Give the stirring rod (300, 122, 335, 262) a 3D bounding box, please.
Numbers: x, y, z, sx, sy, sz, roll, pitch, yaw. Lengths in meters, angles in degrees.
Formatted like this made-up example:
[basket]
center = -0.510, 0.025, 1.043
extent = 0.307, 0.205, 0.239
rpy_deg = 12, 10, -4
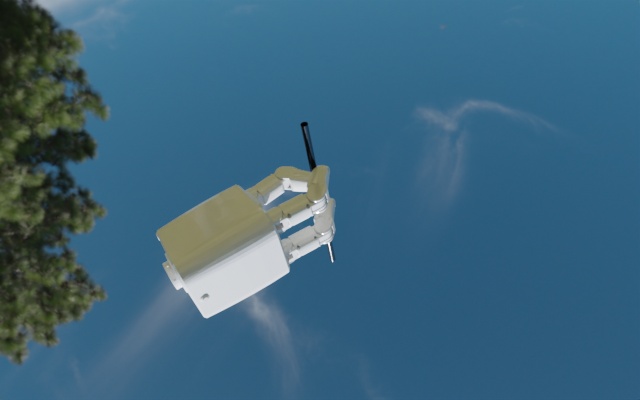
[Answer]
[stirring rod]
center = 0.000, 0.002, 0.580
extent = 0.011, 0.011, 0.240
rpy_deg = 0, -42, 11
